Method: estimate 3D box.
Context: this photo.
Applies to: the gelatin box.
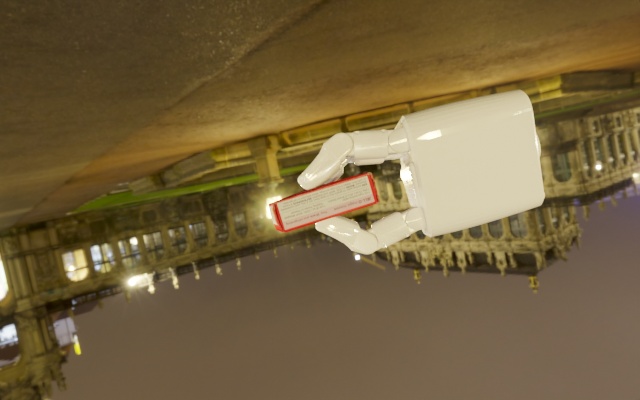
[{"bbox_3d":[0.000,0.002,0.430,0.089,0.030,0.073,-18,2,-9],"label":"gelatin box"}]
